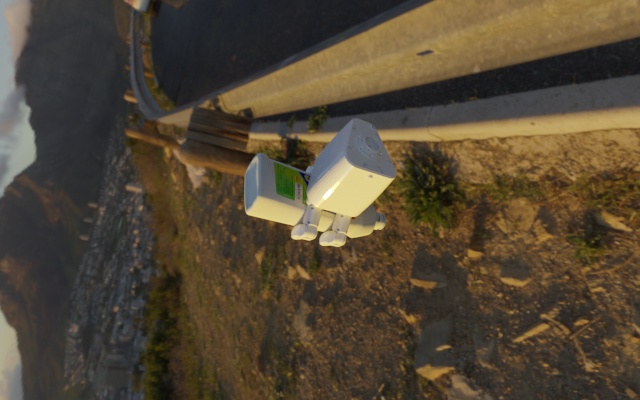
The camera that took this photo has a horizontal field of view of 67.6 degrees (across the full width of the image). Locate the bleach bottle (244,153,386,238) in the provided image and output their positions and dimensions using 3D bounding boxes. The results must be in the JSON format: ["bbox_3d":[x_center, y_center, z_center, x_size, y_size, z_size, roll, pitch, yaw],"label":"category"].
[{"bbox_3d":[0.000,0.003,0.803,0.251,0.102,0.068,15,-41,-27],"label":"bleach bottle"}]
